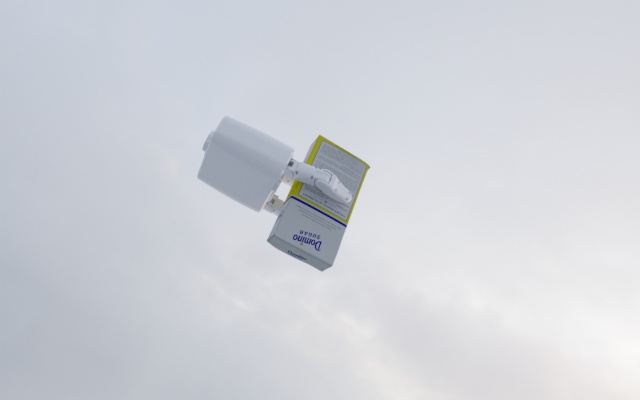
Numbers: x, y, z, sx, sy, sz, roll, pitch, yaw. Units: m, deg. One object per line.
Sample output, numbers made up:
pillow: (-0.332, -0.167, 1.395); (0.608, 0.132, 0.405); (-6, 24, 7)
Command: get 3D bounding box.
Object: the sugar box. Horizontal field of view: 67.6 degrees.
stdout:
sugar box: (0.000, 0.002, 0.682); (0.093, 0.176, 0.048); (30, -27, -11)
